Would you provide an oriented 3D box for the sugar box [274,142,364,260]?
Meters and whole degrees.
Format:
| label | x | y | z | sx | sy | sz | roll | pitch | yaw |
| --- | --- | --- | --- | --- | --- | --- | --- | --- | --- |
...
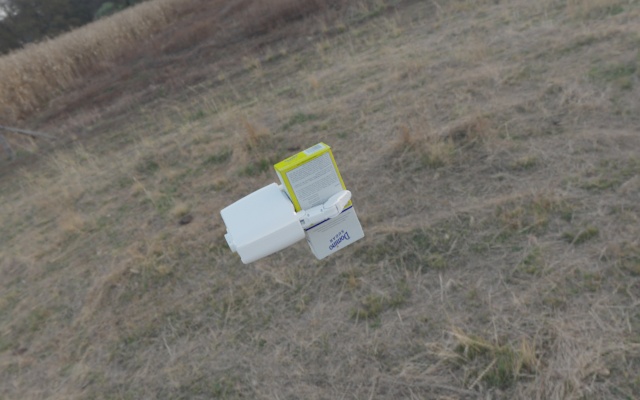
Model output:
| label | x | y | z | sx | sy | sz | roll | pitch | yaw |
| --- | --- | --- | --- | --- | --- | --- | --- | --- | --- |
| sugar box | 0.000 | 0.002 | 0.800 | 0.093 | 0.176 | 0.048 | -26 | 26 | -10 |
